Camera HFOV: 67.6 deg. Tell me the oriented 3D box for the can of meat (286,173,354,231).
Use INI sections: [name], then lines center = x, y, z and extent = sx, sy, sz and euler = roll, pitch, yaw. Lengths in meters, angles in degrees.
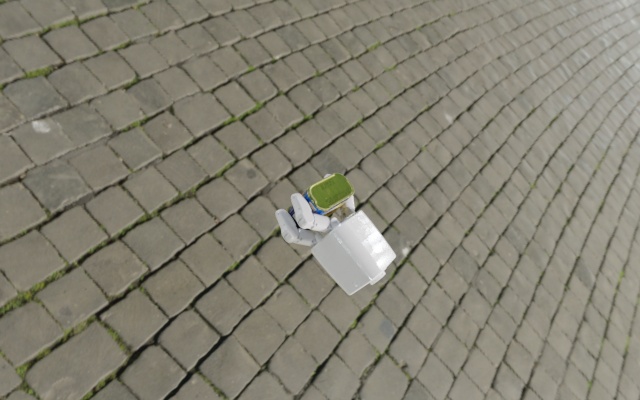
[can of meat]
center = 0.000, 0.003, 0.841
extent = 0.102, 0.057, 0.084
euler = -30, -10, -42
